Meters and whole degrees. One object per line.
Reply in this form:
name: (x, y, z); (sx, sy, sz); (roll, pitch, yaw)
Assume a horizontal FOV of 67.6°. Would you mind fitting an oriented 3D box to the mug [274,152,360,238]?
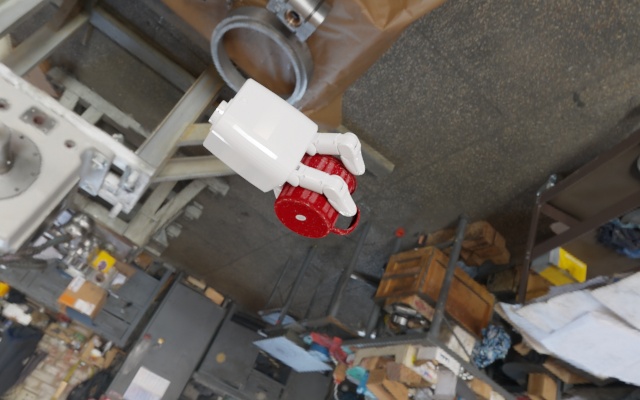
mug: (0.001, 0.003, 0.632); (0.117, 0.081, 0.093); (36, -34, -13)
